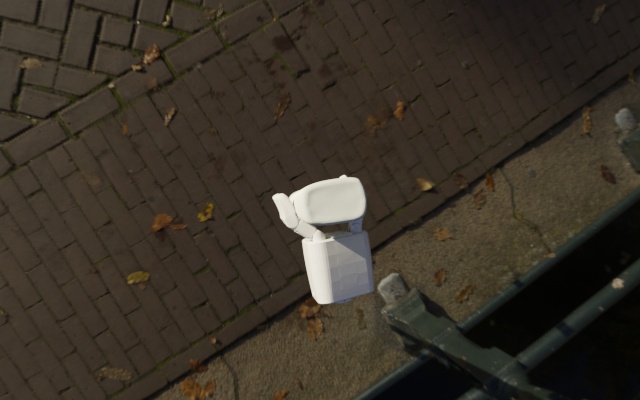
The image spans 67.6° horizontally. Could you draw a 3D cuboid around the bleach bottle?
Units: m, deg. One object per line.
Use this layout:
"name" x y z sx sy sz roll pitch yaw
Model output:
"bleach bottle" 0.000 0.003 0.832 0.102 0.068 0.251 -9 1 -9
